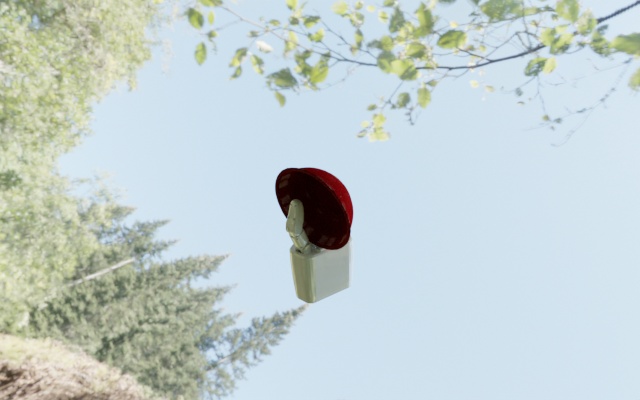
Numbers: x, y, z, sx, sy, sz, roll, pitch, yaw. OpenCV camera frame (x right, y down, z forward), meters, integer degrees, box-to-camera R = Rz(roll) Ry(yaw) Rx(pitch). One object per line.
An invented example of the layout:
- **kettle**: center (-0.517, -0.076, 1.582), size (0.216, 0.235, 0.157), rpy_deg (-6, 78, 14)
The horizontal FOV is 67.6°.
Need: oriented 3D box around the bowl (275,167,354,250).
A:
- **bowl**: center (0.000, 0.001, 0.798), size (0.162, 0.162, 0.055), rpy_deg (0, 32, 48)
